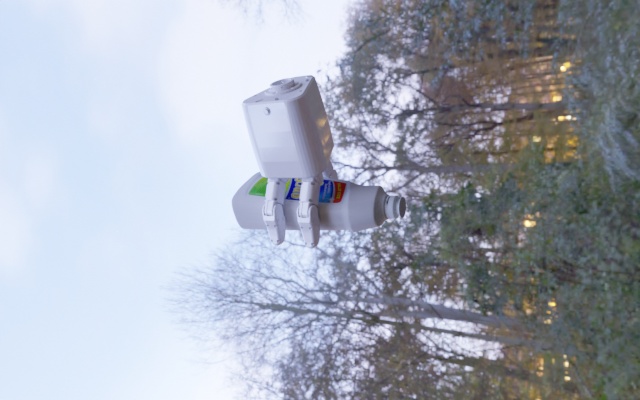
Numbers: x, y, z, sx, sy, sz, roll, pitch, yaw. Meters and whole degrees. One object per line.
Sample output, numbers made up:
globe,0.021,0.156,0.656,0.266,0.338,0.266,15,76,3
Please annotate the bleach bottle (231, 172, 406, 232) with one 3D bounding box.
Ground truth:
bleach bottle,0.000,0.002,0.684,0.251,0.068,0.102,1,31,29
